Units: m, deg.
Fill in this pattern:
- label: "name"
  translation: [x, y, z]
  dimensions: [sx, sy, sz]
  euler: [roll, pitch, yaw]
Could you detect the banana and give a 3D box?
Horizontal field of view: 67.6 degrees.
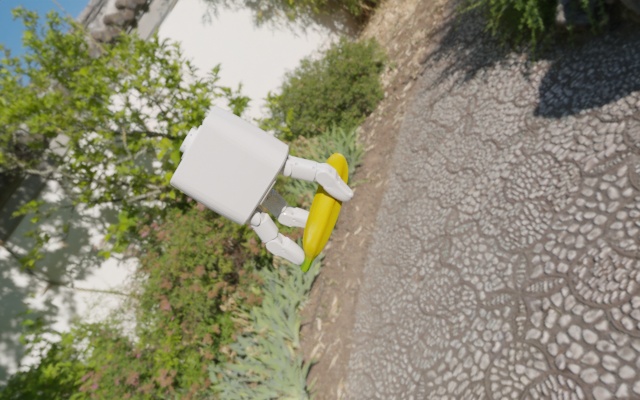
- label: "banana"
  translation: [0.007, -0.002, 0.655]
  dimensions: [0.037, 0.197, 0.070]
  euler: [27, -33, -13]
